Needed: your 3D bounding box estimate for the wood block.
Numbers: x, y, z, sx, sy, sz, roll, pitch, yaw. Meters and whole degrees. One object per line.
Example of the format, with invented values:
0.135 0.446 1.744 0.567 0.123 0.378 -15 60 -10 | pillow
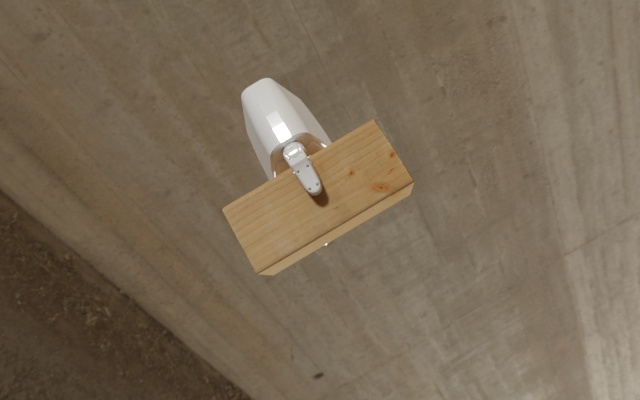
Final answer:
0.000 0.001 0.583 0.206 0.090 0.091 -31 -12 1 | wood block
